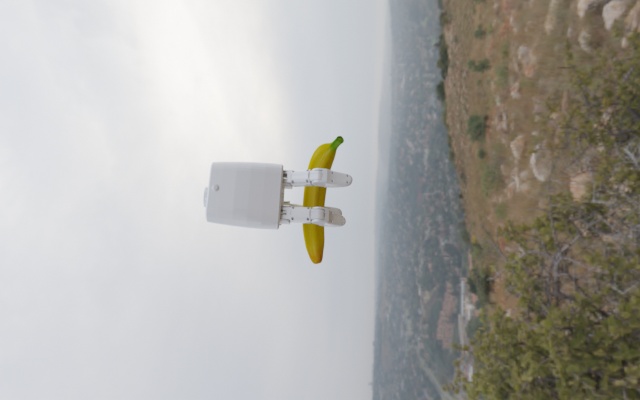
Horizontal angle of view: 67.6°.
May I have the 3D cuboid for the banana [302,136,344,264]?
[{"bbox_3d":[-0.005,-0.003,0.744,0.037,0.198,0.069,7,6,-18],"label":"banana"}]
